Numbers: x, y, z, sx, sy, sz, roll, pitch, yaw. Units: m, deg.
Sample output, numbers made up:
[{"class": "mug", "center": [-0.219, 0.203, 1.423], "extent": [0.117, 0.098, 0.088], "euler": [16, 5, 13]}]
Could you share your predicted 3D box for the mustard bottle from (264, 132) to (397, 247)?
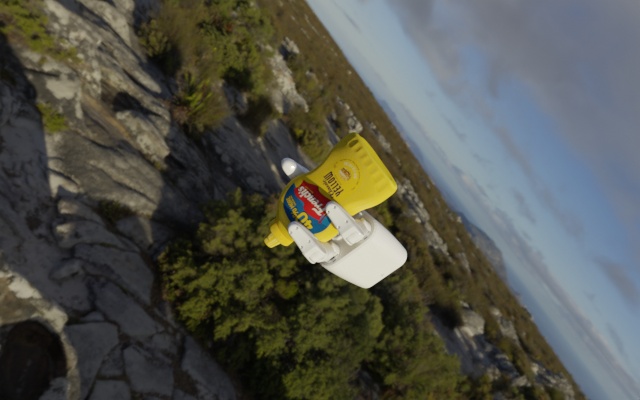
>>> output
[{"class": "mustard bottle", "center": [0.000, 0.002, 0.640], "extent": [0.191, 0.096, 0.058], "euler": [-38, -19, 15]}]
